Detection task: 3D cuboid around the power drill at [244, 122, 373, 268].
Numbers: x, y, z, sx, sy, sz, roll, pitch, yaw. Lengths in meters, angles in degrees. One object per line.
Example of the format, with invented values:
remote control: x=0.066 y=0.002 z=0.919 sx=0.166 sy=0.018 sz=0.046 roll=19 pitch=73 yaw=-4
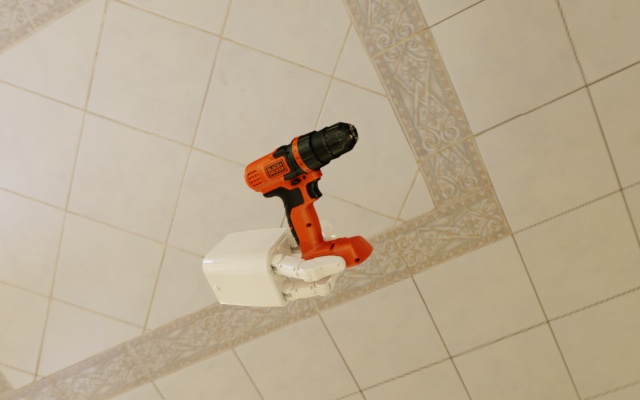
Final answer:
power drill: x=0.000 y=0.003 z=0.653 sx=0.184 sy=0.187 sz=0.057 roll=-21 pitch=7 yaw=34
